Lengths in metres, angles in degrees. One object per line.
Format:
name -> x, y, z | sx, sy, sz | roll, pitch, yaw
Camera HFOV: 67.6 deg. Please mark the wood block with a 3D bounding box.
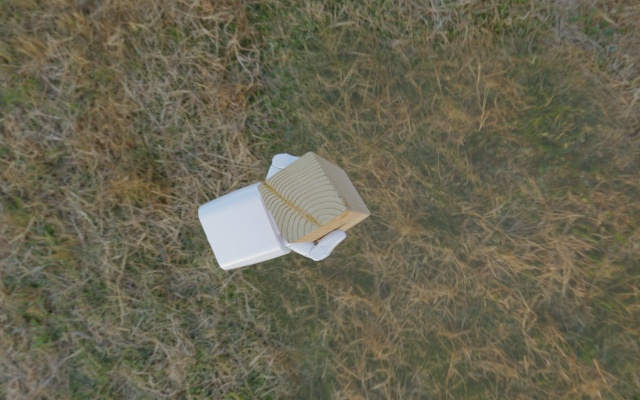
wood block -> 0.000, 0.003, 0.702 | 0.090, 0.091, 0.206 | -32, -10, 11
